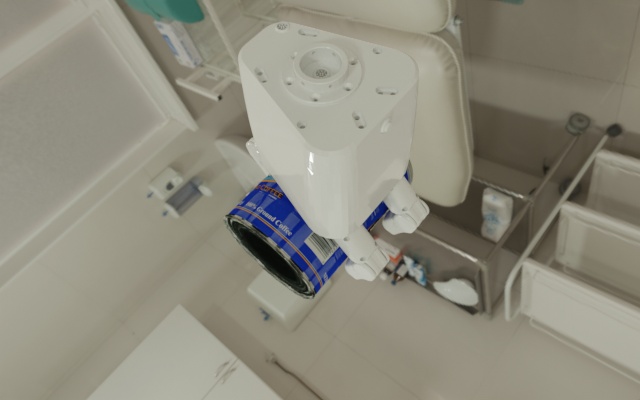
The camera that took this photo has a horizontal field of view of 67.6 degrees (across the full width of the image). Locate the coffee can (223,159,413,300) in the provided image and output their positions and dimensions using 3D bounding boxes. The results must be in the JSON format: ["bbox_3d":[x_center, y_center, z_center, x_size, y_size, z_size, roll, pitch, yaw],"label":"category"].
[{"bbox_3d":[0.000,0.001,0.425,0.140,0.103,0.103,-47,20,-20],"label":"coffee can"}]
